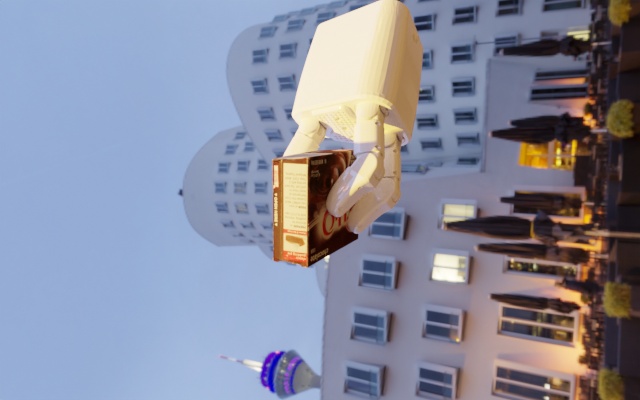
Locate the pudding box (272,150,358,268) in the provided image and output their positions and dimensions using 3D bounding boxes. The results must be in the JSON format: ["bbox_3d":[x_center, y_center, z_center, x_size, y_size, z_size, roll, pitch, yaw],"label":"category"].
[{"bbox_3d":[0.000,0.001,0.429,0.039,0.090,0.113,5,11,28],"label":"pudding box"}]
